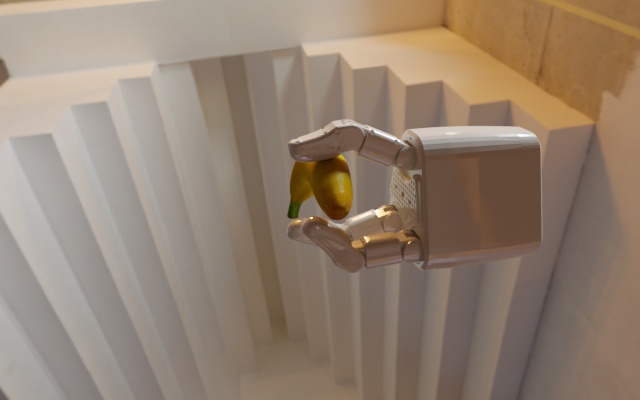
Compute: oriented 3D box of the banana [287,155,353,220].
[{"bbox_3d":[-0.001,-0.017,0.438,0.037,0.069,0.198,-1,-2,-11],"label":"banana"}]
